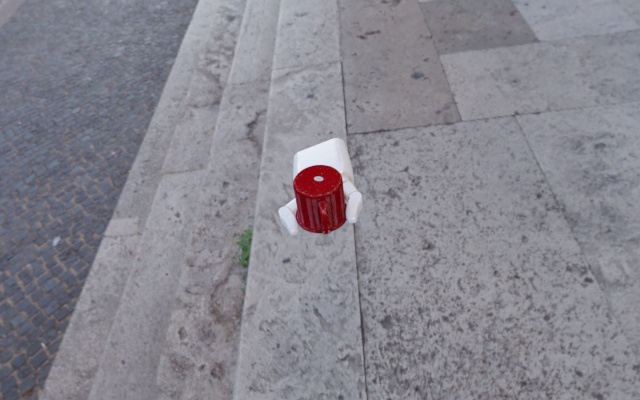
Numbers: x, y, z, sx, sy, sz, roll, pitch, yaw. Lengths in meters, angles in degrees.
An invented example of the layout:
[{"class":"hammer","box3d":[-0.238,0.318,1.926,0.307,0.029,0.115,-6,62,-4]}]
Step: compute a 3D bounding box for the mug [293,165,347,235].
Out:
[{"class":"mug","box3d":[0.000,0.003,0.788,0.093,0.082,0.117,-8,44,0]}]
